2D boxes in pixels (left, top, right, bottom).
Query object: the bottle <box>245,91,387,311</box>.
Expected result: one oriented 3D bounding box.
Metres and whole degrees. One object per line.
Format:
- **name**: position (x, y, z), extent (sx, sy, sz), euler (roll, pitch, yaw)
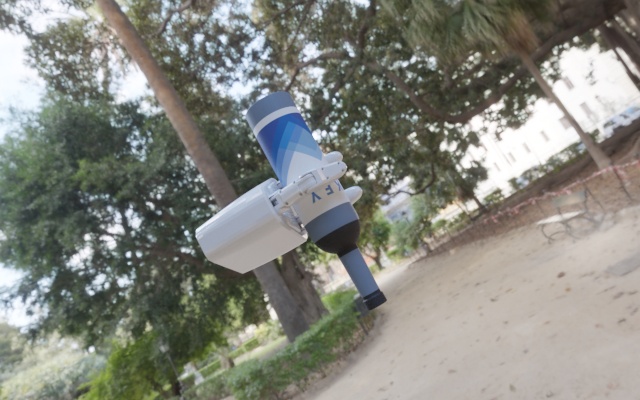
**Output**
- **bottle**: position (0.000, 0.002, 0.609), extent (0.069, 0.295, 0.069), euler (-28, -9, -5)
